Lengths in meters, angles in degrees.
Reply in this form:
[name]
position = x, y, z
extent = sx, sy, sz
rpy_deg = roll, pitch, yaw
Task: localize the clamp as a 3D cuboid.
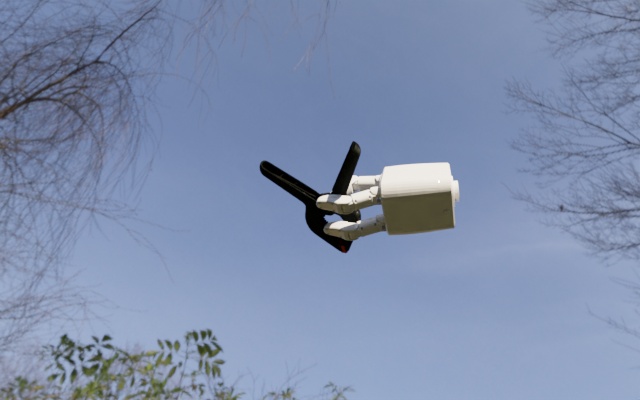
[clamp]
position = 0.001, 0.002, 0.780
extent = 0.164, 0.210, 0.036
rpy_deg = -4, 37, 16
